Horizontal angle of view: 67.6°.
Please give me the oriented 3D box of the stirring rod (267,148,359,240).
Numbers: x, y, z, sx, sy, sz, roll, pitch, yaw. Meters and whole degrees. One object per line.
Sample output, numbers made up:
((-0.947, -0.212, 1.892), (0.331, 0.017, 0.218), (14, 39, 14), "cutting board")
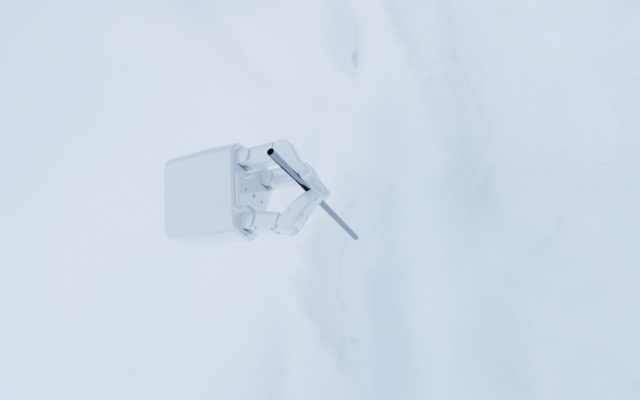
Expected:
((0.000, 0.002, 0.563), (0.011, 0.011, 0.240), (0, -24, 26), "stirring rod")
